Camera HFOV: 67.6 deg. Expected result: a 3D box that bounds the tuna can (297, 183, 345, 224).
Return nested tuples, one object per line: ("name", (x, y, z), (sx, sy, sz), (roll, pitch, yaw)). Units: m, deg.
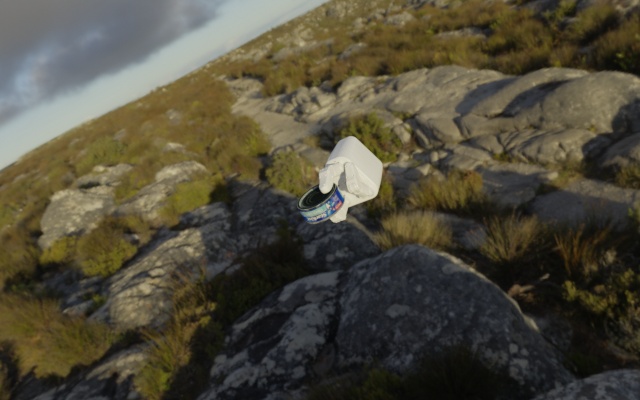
("tuna can", (0.000, 0.002, 0.884), (0.086, 0.034, 0.086), (-25, 26, 14))
